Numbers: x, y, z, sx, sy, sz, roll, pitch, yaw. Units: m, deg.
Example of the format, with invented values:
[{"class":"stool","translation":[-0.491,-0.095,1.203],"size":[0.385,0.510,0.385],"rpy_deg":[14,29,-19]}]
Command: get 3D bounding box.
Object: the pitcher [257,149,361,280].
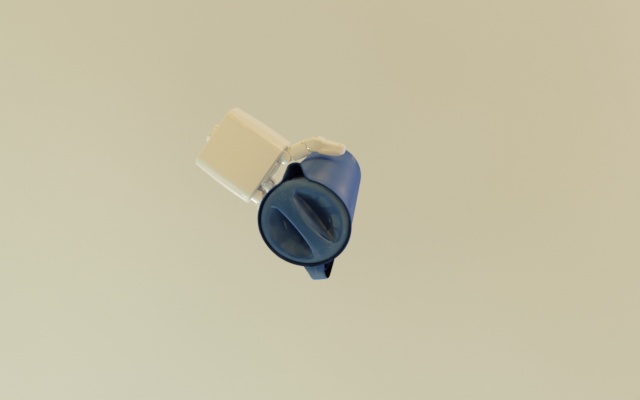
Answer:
[{"class":"pitcher","translation":[0.000,0.002,0.762],"size":[0.145,0.149,0.242],"rpy_deg":[34,24,-2]}]
